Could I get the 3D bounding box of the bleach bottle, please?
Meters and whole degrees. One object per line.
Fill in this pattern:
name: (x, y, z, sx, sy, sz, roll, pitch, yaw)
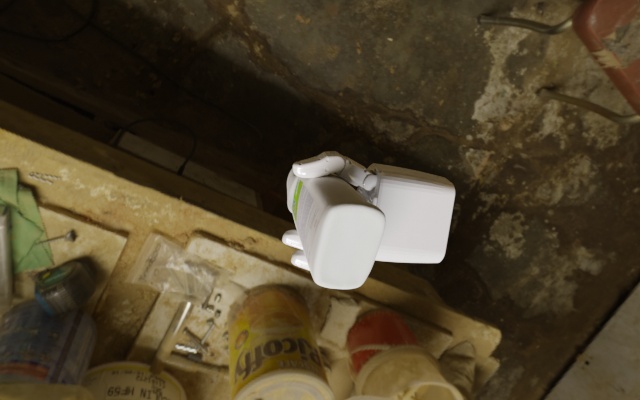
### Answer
bleach bottle: (0.000, 0.002, 0.592, 0.068, 0.103, 0.250, 8, 21, -18)
